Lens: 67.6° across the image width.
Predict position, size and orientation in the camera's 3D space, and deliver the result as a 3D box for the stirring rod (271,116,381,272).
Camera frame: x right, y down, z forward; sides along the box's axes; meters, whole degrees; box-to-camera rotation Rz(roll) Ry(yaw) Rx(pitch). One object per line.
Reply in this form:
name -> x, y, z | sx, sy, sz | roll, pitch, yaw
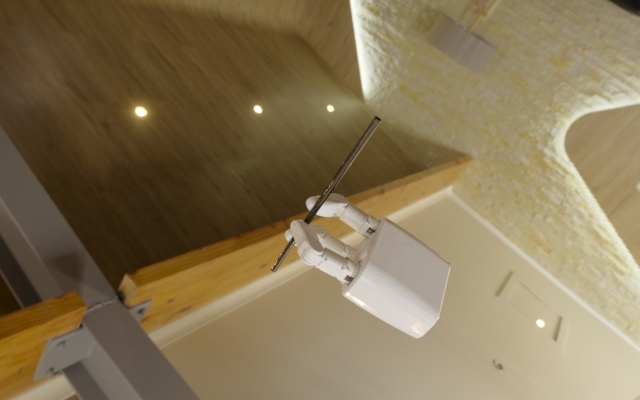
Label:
stirring rod -> 0.000, 0.002, 0.556 | 0.011, 0.240, 0.011 | 26, 29, -16
